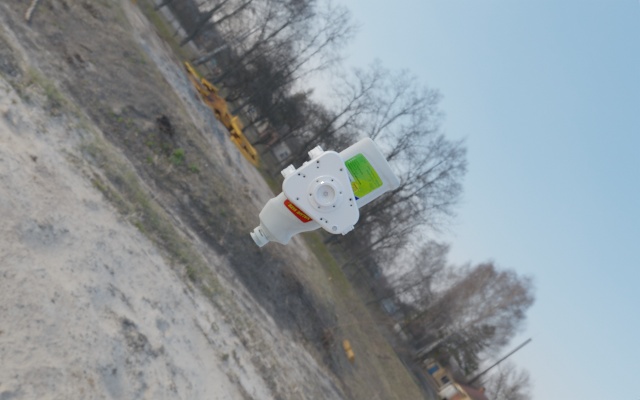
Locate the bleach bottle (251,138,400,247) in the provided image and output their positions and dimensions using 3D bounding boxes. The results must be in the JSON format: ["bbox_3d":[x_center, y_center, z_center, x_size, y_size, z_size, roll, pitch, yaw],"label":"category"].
[{"bbox_3d":[0.000,0.002,0.795,0.251,0.102,0.068,-34,3,0],"label":"bleach bottle"}]
